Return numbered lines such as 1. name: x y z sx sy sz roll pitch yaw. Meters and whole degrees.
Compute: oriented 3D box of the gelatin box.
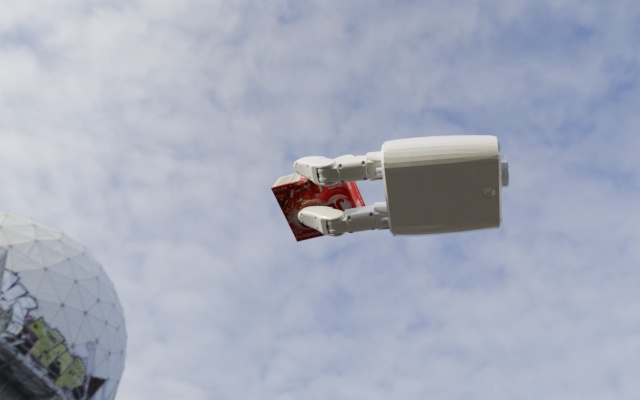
1. gelatin box: 0.000 0.002 0.529 0.089 0.073 0.030 -14 23 26
